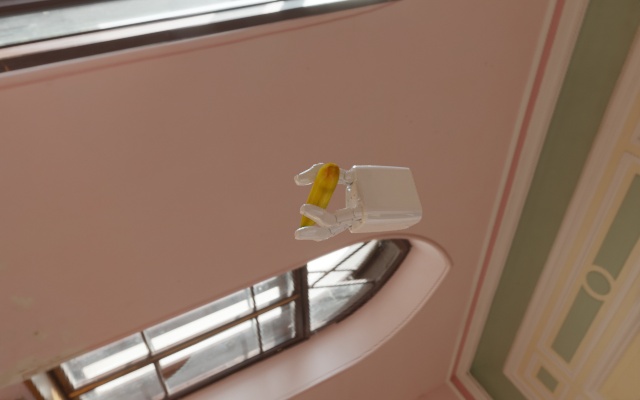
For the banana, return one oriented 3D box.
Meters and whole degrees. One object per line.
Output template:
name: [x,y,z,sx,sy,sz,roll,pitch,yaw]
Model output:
banana: [0.002,-0.009,0.804,0.037,0.069,0.198,16,-40,-6]
